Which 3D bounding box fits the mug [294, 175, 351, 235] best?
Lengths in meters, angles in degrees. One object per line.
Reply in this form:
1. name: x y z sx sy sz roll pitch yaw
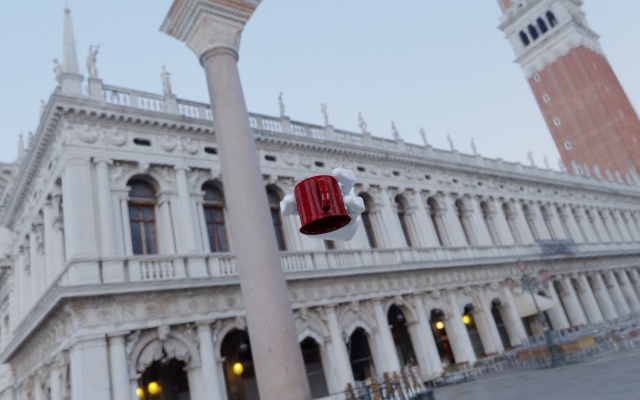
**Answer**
1. mug: 0.000 0.002 0.831 0.093 0.081 0.117 -11 -21 -7
